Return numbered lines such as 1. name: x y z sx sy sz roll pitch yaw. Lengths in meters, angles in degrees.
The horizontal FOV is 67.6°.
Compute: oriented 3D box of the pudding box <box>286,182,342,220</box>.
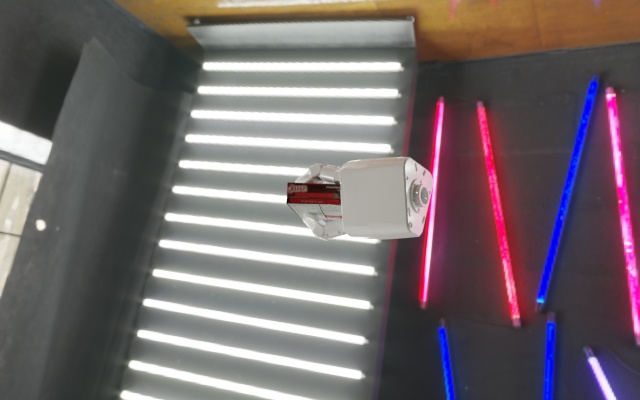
1. pudding box: 0.000 0.003 0.769 0.090 0.039 0.113 3 -15 10
